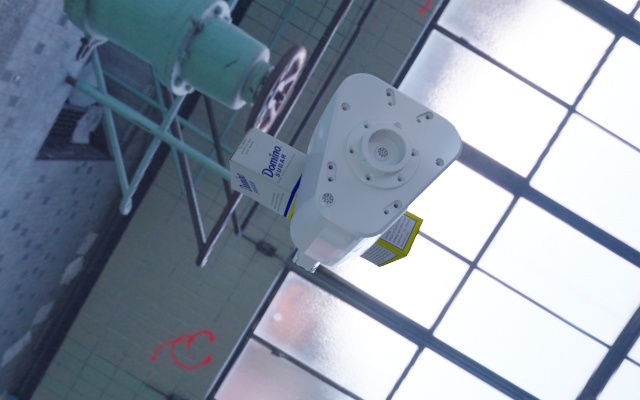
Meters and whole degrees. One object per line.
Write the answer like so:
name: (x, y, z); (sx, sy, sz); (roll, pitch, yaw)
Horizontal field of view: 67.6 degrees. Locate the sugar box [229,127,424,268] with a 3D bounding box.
sugar box: (0.000, 0.001, 0.457); (0.176, 0.048, 0.093); (31, -17, -1)
